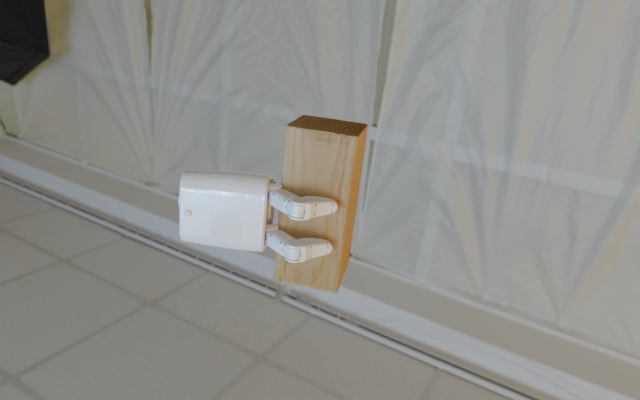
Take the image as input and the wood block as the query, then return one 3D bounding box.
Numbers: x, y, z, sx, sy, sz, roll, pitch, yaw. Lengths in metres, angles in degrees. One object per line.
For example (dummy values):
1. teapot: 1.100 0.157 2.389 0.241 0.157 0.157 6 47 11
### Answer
1. wood block: 0.000 0.002 0.625 0.090 0.206 0.090 10 21 9
